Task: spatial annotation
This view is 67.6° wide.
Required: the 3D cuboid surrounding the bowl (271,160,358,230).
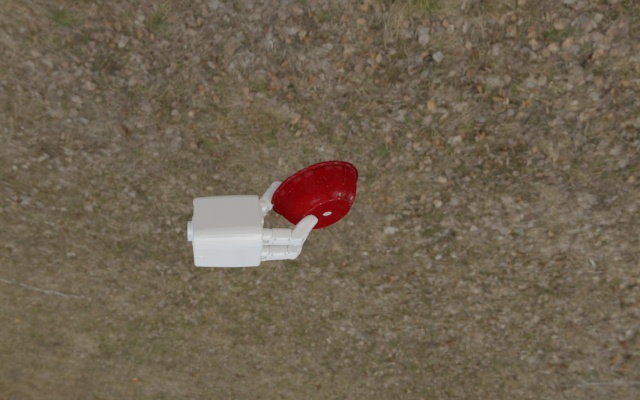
[{"bbox_3d":[0.002,0.003,0.817,0.162,0.055,0.162,-19,-28,-10],"label":"bowl"}]
